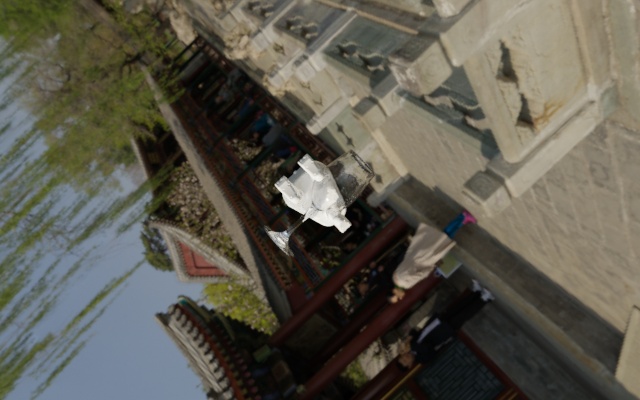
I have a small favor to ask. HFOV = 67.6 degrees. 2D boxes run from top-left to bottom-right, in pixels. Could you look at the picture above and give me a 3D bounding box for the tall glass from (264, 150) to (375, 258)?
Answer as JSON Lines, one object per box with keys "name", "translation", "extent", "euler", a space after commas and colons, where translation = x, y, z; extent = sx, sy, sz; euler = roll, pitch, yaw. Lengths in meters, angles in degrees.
{"name": "tall glass", "translation": [0.000, 0.003, 0.821], "extent": [0.201, 0.079, 0.079], "euler": [-43, -1, 1]}
